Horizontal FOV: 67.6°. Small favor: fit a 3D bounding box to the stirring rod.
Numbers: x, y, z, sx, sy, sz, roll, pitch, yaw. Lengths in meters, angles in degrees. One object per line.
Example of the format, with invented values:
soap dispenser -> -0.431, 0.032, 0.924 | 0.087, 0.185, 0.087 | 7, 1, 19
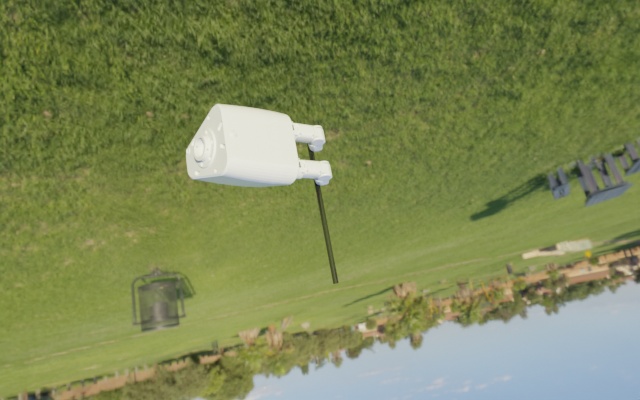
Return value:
stirring rod -> 0.000, 0.002, 0.701 | 0.011, 0.239, 0.011 | -10, -15, -3
